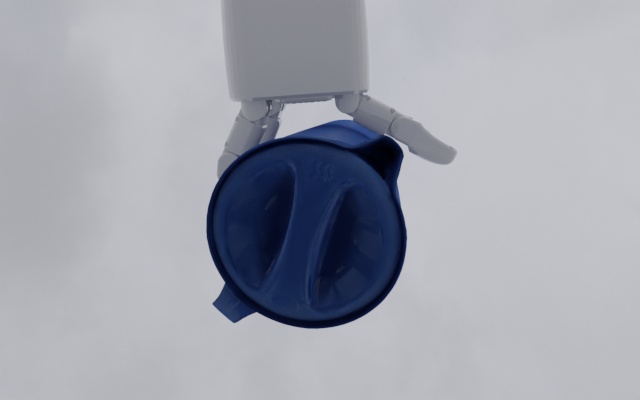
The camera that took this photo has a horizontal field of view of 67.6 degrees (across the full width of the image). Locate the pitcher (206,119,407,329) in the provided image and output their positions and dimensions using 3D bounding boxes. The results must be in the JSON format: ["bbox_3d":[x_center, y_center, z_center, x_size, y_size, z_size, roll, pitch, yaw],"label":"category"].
[{"bbox_3d":[0.000,0.001,0.420,0.149,0.145,0.242,-1,15,10],"label":"pitcher"}]
